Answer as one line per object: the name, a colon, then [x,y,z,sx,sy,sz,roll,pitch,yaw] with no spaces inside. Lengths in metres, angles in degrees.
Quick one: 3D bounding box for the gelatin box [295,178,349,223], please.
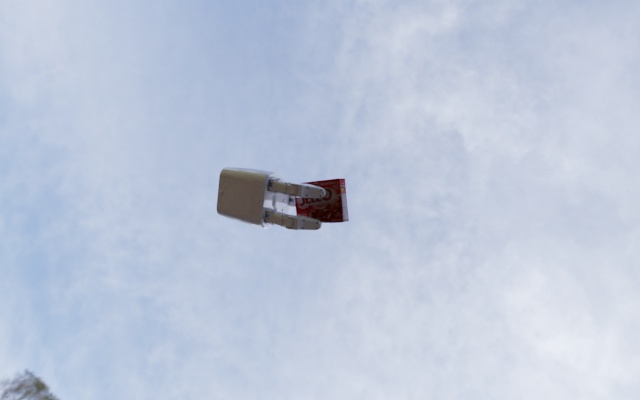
gelatin box: [0.001,0.003,0.810,0.089,0.073,0.030,-5,0,25]
